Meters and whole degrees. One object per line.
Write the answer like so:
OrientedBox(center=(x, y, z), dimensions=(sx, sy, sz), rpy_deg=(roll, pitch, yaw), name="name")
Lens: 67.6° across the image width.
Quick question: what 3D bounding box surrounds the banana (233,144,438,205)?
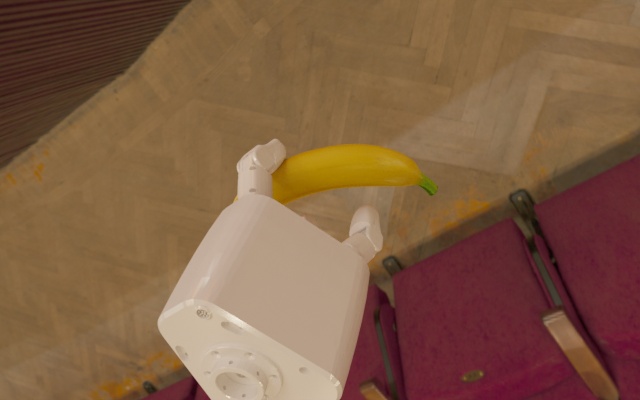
OrientedBox(center=(-0.002, -0.014, 0.419), dimensions=(0.198, 0.070, 0.037), rpy_deg=(-8, 35, 17), name="banana")
